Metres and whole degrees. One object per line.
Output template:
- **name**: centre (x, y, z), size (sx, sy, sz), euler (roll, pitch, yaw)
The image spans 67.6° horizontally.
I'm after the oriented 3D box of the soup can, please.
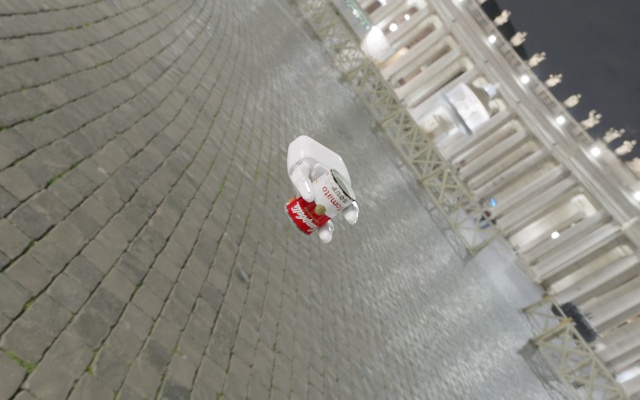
- **soup can**: centre (0.000, 0.003, 0.797), size (0.102, 0.068, 0.068), euler (-37, -11, 14)
